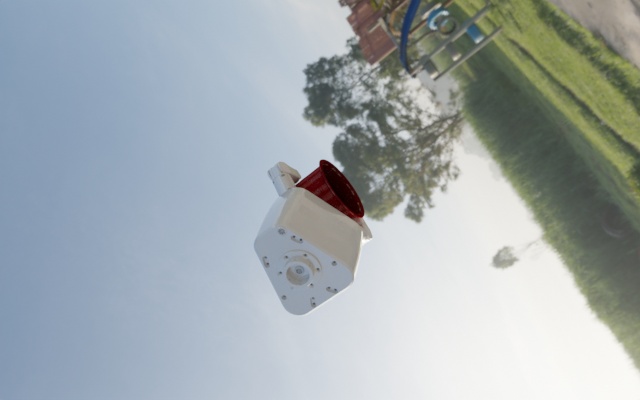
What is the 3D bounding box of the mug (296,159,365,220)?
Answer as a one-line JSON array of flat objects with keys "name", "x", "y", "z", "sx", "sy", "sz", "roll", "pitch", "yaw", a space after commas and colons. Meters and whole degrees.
[{"name": "mug", "x": 0.000, "y": 0.002, "z": 0.646, "sx": 0.081, "sy": 0.093, "sz": 0.117, "roll": -36, "pitch": 11, "yaw": 18}]
